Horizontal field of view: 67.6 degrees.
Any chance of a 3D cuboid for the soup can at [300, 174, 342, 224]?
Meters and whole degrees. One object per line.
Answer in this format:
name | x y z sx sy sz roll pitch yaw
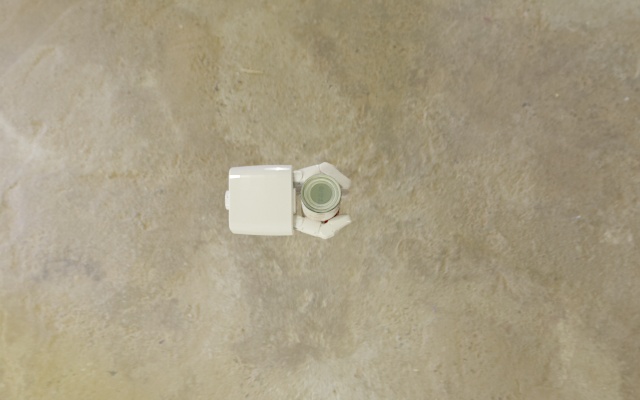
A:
soup can | 0.001 0.003 0.805 0.068 0.068 0.102 0 -17 -1
